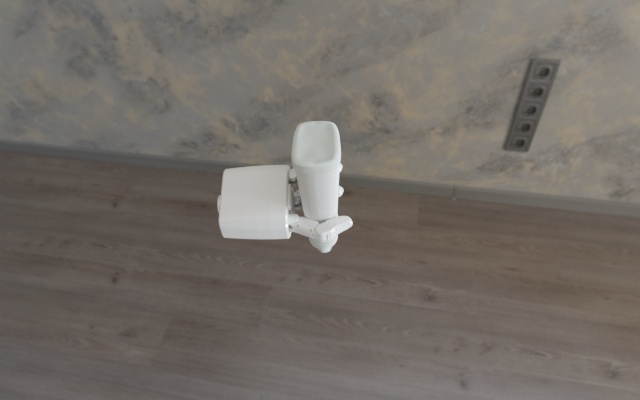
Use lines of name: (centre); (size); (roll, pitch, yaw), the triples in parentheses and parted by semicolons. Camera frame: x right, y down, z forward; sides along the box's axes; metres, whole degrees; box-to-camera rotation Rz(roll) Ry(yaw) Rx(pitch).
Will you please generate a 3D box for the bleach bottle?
bleach bottle: (0.000, 0.002, 0.751); (0.068, 0.102, 0.251); (-1, -43, 3)
